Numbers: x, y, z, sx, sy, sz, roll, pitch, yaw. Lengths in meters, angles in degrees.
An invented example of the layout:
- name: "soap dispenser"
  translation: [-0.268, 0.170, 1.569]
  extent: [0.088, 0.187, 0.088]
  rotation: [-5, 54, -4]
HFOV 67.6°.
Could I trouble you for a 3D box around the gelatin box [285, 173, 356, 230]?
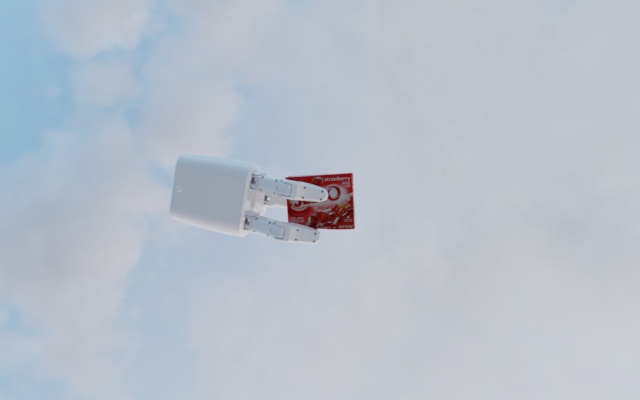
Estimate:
- name: "gelatin box"
  translation: [0.000, 0.002, 0.627]
  extent: [0.089, 0.073, 0.030]
  rotation: [-2, 5, 7]
